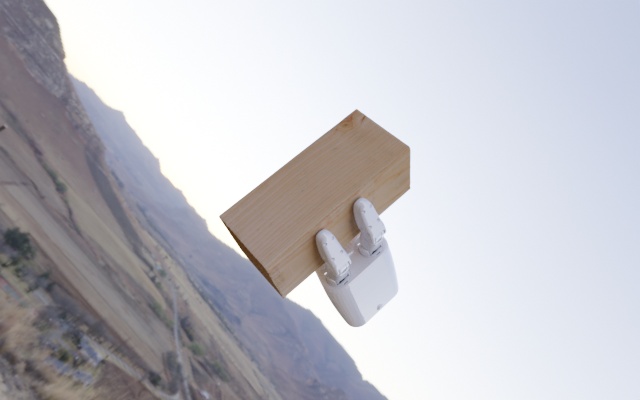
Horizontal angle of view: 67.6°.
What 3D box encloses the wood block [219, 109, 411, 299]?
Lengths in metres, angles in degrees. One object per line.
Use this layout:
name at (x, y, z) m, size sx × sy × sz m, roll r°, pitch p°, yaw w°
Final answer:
wood block at (0.000, 0.002, 0.557) m, size 0.090 × 0.206 × 0.090 m, roll 42°, pitch -17°, yaw 30°
